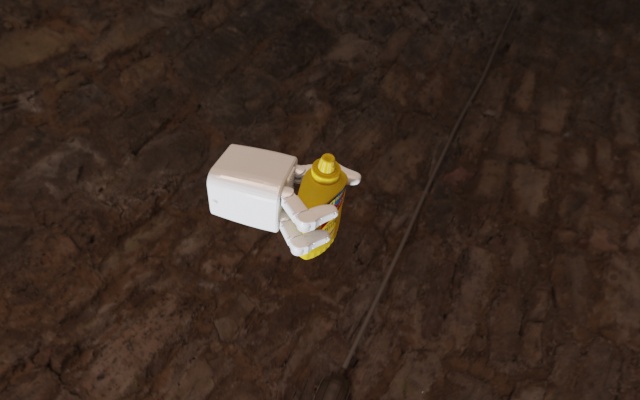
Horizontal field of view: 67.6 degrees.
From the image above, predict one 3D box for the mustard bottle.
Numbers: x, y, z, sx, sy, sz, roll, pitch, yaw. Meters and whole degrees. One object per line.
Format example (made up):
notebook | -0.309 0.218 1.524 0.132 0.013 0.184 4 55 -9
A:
mustard bottle | 0.000 0.003 0.710 0.058 0.192 0.096 34 55 19
